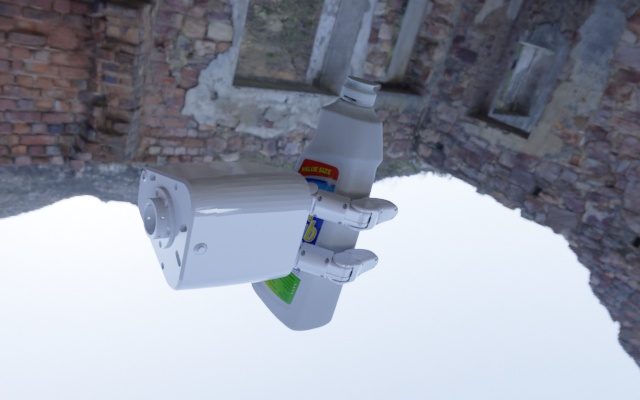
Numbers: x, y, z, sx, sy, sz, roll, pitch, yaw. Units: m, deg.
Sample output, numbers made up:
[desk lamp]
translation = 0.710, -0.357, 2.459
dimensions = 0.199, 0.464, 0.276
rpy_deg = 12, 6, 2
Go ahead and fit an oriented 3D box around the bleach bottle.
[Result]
[bleach bottle]
translation = 0.000, 0.002, 0.475
dimensions = 0.068, 0.251, 0.102
rpy_deg = -3, 29, -38
